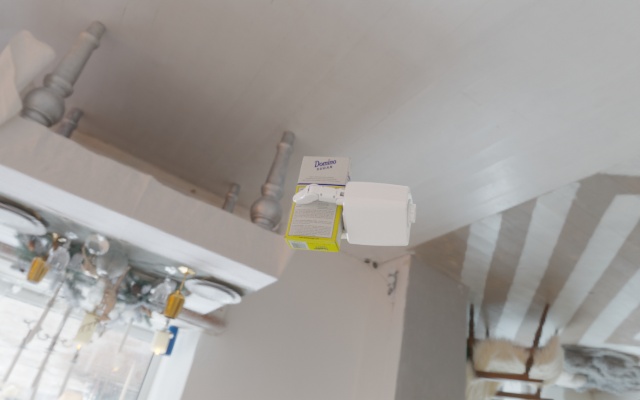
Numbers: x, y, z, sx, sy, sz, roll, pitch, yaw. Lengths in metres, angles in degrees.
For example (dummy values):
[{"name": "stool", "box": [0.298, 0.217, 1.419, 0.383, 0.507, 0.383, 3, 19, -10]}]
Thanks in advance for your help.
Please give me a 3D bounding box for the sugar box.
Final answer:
[{"name": "sugar box", "box": [0.000, 0.003, 0.864, 0.093, 0.176, 0.048, 4, -32, 15]}]
